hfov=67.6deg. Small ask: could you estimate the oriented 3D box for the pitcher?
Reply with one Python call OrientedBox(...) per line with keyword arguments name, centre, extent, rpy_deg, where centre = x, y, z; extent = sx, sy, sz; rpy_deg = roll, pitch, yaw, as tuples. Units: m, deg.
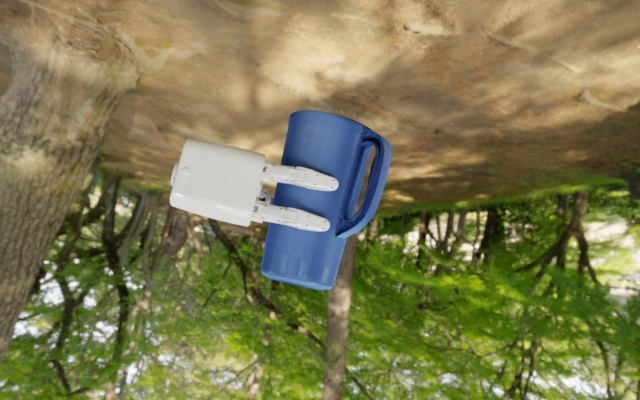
OrientedBox(name="pitcher", centre=(0.000, 0.002, 0.689), extent=(0.145, 0.243, 0.149), rpy_deg=(14, -7, -8))
